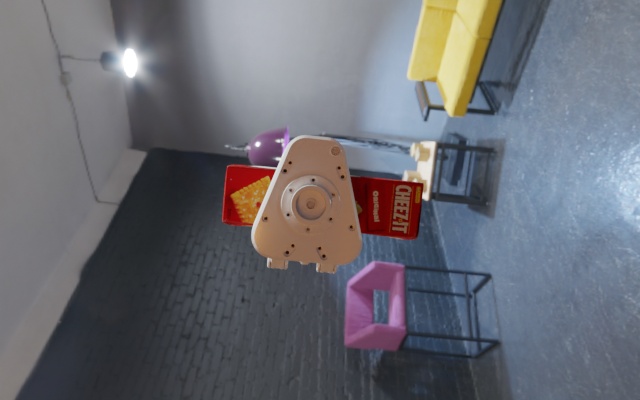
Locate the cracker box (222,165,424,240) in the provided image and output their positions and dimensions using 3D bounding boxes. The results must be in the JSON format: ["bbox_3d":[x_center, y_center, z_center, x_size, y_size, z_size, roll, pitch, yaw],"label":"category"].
[{"bbox_3d":[0.000,0.002,0.589,0.214,0.072,0.164,6,1,-2],"label":"cracker box"}]
